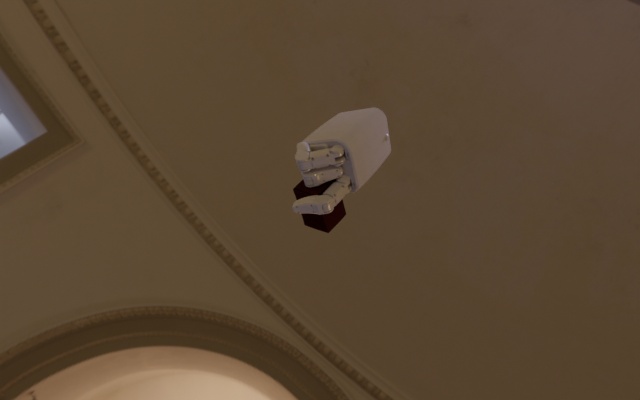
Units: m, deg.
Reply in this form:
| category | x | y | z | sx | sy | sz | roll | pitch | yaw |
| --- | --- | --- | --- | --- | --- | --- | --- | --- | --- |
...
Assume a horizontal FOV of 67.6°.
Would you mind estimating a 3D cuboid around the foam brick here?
| category | x | y | z | sx | sy | sz | roll | pitch | yaw |
| --- | --- | --- | --- | --- | --- | --- | --- | --- | --- |
| foam brick | 0.000 | 0.003 | 0.755 | 0.053 | 0.078 | 0.051 | 18 | 49 | 36 |
